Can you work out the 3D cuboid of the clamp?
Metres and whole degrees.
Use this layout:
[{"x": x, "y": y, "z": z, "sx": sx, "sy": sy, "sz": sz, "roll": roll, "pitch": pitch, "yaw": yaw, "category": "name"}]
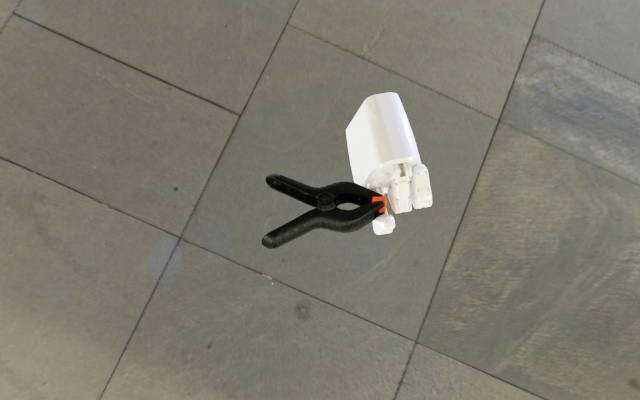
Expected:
[{"x": 0.000, "y": 0.002, "z": 0.648, "sx": 0.171, "sy": 0.120, "sz": 0.039, "roll": -8, "pitch": -33, "yaw": -7, "category": "clamp"}]
